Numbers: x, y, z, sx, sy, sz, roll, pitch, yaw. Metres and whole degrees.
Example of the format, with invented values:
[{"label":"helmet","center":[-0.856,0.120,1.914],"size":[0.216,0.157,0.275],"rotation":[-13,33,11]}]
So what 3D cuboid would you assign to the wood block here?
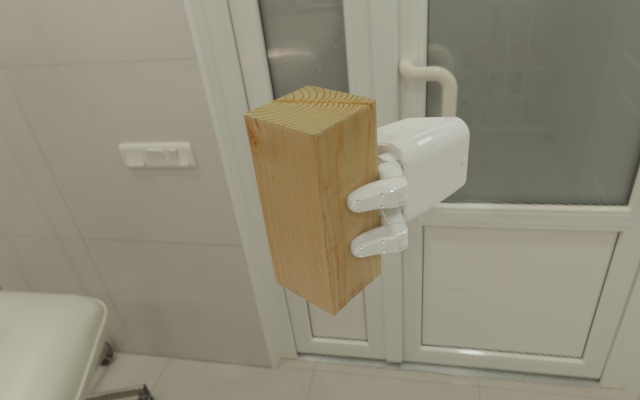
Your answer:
[{"label":"wood block","center":[0.000,0.001,0.489],"size":[0.091,0.206,0.090],"rotation":[22,42,37]}]
